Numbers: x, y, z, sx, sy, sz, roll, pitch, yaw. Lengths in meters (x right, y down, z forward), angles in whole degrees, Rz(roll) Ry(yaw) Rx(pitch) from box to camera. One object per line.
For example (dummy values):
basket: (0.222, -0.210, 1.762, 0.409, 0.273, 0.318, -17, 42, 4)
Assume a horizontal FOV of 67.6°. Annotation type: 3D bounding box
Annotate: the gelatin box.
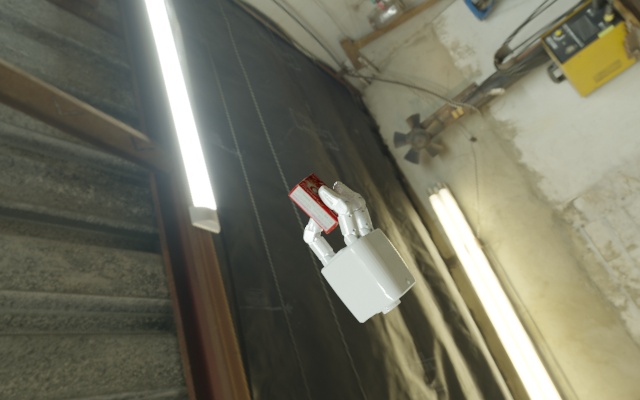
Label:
gelatin box: (0.000, 0.003, 0.769, 0.030, 0.089, 0.073, -47, -1, 26)
